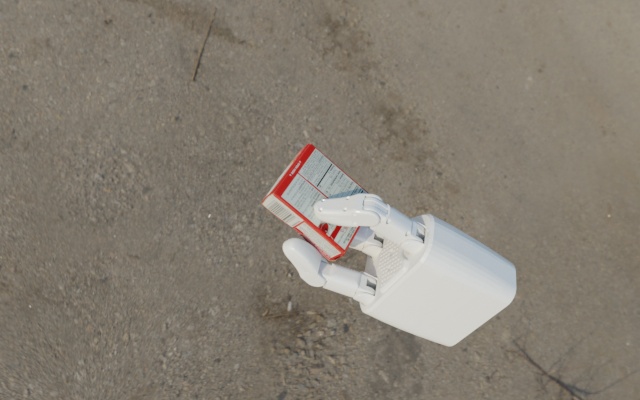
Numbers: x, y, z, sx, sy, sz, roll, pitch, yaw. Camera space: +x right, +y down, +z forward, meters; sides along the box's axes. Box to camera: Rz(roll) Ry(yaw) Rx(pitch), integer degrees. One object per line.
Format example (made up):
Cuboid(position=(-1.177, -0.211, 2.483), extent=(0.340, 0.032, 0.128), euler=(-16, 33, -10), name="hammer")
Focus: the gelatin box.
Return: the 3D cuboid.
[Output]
Cuboid(position=(0.000, 0.001, 0.451), extent=(0.089, 0.073, 0.030), euler=(40, -36, -11), name="gelatin box")
